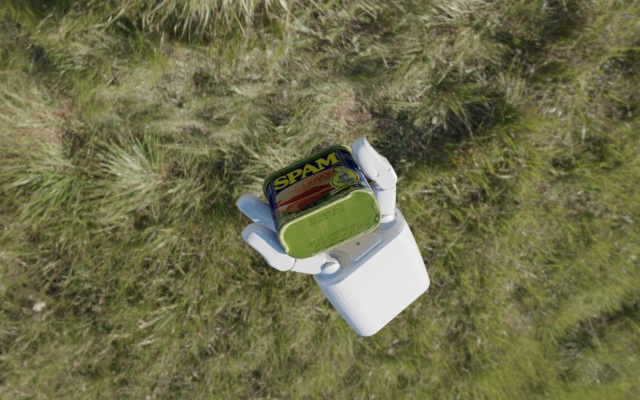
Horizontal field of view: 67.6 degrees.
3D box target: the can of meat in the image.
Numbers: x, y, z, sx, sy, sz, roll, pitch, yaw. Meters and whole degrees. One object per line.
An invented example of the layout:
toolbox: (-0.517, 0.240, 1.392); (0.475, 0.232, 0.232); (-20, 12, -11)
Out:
can of meat: (0.000, 0.002, 0.464); (0.102, 0.057, 0.084); (-25, 37, 2)
